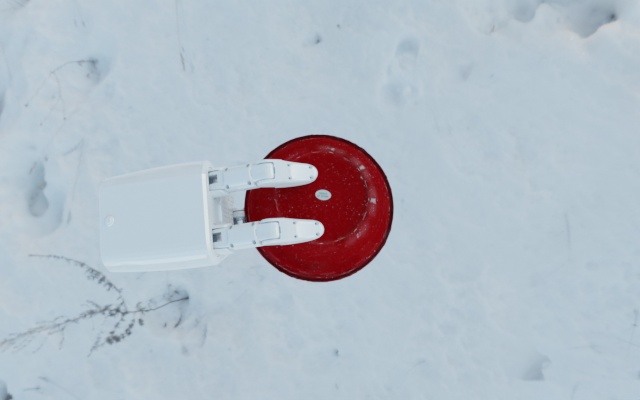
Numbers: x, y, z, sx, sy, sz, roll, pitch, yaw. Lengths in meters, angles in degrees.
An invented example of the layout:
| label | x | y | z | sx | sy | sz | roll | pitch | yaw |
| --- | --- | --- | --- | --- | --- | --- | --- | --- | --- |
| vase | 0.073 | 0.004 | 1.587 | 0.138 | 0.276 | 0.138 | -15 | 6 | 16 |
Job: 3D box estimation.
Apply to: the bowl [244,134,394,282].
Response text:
| label | x | y | z | sx | sy | sz | roll | pitch | yaw |
| --- | --- | --- | --- | --- | --- | --- | --- | --- | --- |
| bowl | 0.001 | 0.001 | 0.488 | 0.162 | 0.162 | 0.055 | 0 | -11 | -3 |
